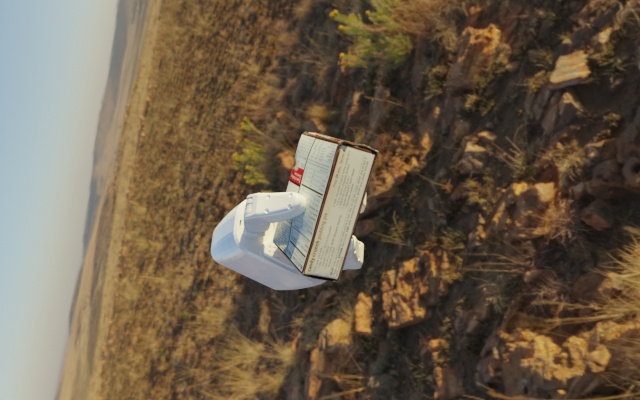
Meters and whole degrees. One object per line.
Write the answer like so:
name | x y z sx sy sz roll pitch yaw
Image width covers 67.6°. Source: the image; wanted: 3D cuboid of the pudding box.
pudding box | 0.000 0.001 0.411 0.039 0.113 0.090 11 9 -24
